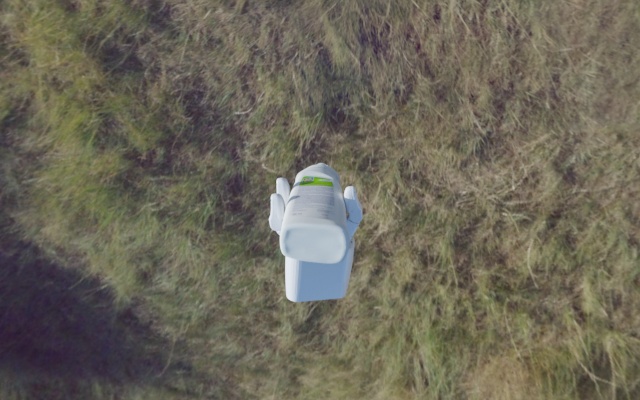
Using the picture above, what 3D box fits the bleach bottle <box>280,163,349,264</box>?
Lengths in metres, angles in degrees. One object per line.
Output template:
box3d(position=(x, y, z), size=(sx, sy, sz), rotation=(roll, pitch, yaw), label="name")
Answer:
box3d(position=(0.000, 0.003, 0.778), size=(0.102, 0.068, 0.250), rotation=(5, 29, 3), label="bleach bottle")
